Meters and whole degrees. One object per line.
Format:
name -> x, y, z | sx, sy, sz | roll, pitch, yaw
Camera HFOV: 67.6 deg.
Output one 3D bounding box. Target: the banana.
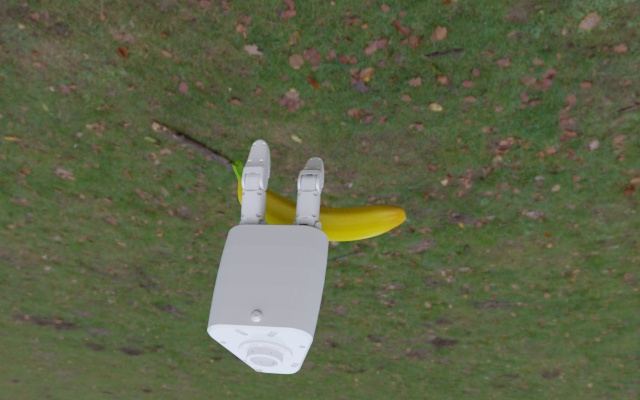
banana -> -0.008, 0.014, 0.530 | 0.198, 0.070, 0.037 | 15, 42, -5
